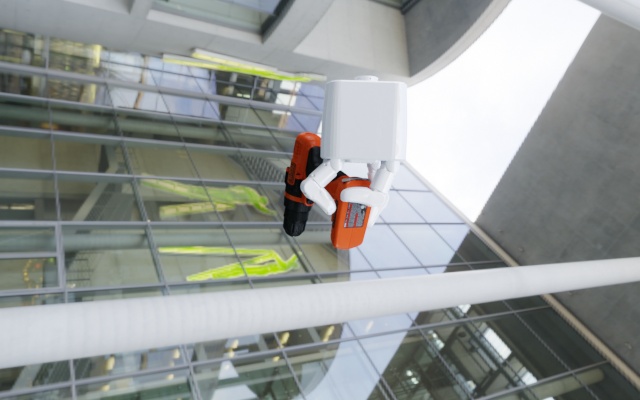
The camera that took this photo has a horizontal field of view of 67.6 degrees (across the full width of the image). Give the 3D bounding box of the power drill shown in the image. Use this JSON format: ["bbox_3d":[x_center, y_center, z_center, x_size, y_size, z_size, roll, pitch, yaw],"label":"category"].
[{"bbox_3d":[0.000,0.002,0.751,0.057,0.184,0.187,-4,25,-32],"label":"power drill"}]
